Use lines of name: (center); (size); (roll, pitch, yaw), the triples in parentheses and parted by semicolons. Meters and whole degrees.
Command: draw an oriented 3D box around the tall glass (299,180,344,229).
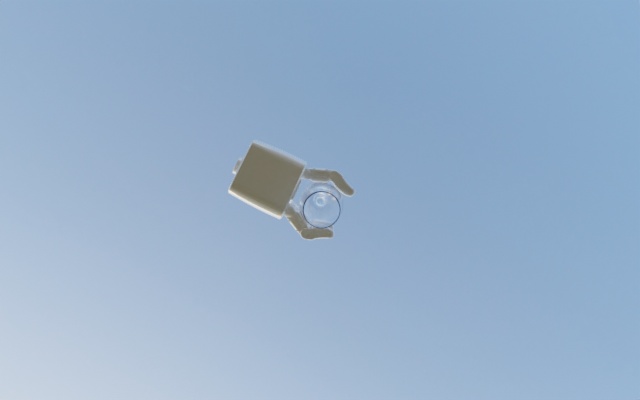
tall glass: (0.000, 0.003, 0.868); (0.079, 0.079, 0.201); (0, 7, -1)
